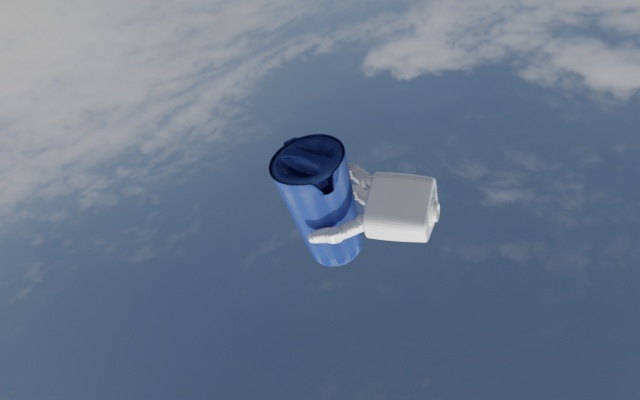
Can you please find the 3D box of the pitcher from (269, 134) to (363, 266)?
[{"bbox_3d":[0.000,0.003,0.885,0.145,0.149,0.243,4,-43,22],"label":"pitcher"}]
